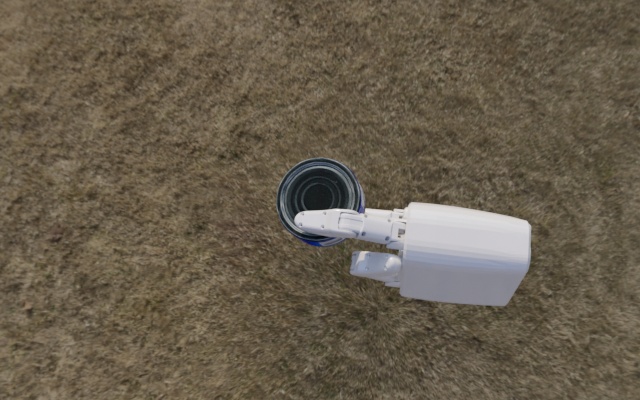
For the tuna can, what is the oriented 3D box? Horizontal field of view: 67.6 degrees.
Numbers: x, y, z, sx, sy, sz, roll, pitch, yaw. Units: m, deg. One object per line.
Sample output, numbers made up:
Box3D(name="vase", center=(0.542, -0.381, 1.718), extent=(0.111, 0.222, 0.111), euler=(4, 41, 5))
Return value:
Box3D(name="tuna can", center=(0.000, 0.001, 0.472), extent=(0.086, 0.086, 0.034), euler=(0, -13, 12))
